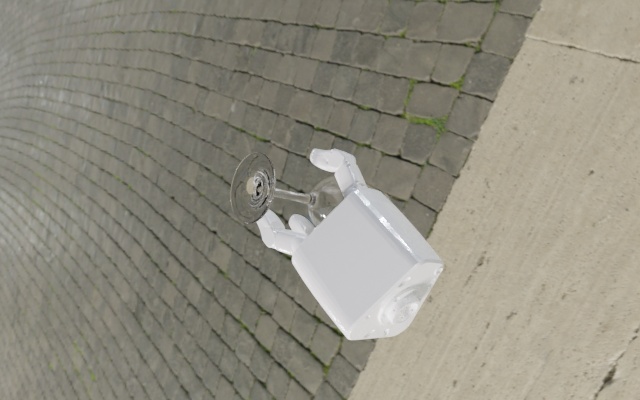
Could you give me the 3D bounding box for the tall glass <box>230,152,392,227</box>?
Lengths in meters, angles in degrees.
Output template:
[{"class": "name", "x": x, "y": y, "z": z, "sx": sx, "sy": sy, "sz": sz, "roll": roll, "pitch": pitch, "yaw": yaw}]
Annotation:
[{"class": "tall glass", "x": 0.000, "y": 0.002, "z": 0.554, "sx": 0.201, "sy": 0.079, "sz": 0.079, "roll": 11, "pitch": -8, "yaw": -44}]
